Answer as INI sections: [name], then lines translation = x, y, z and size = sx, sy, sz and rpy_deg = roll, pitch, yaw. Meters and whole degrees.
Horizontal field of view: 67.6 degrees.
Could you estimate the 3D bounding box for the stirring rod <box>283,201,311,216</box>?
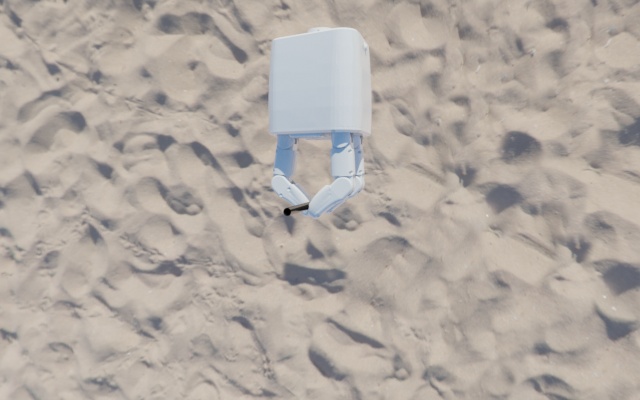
[stirring rod]
translation = 0.000, 0.002, 0.571
size = 0.011, 0.011, 0.239
rpy_deg = 0, 4, 15
